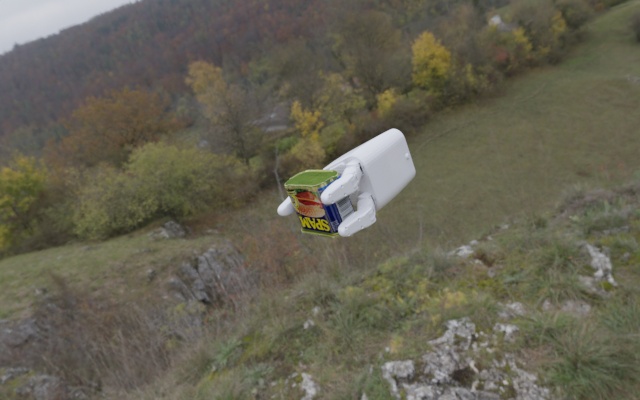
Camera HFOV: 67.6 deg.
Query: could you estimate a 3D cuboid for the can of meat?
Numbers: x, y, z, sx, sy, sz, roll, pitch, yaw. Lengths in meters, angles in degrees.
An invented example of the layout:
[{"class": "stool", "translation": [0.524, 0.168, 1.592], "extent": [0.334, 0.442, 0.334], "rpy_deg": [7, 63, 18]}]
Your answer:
[{"class": "can of meat", "translation": [0.000, 0.002, 0.709], "extent": [0.057, 0.084, 0.102], "rpy_deg": [-35, 23, -31]}]
